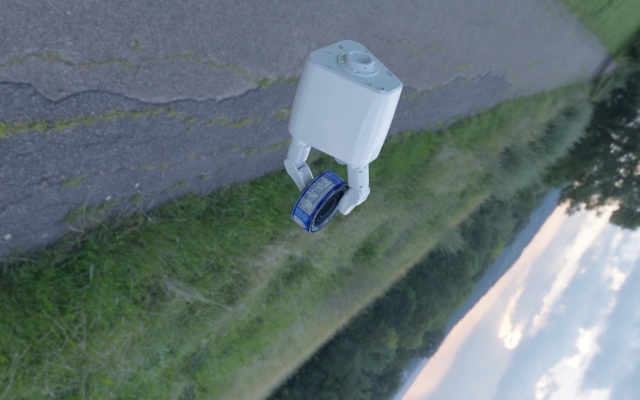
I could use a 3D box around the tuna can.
[{"bbox_3d":[0.001,0.002,0.645,0.033,0.086,0.086,38,12,16],"label":"tuna can"}]
